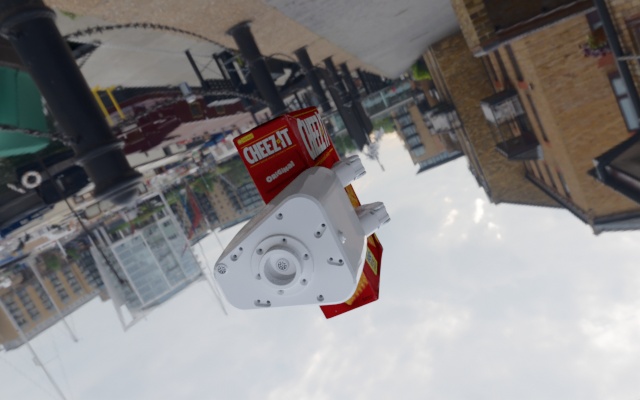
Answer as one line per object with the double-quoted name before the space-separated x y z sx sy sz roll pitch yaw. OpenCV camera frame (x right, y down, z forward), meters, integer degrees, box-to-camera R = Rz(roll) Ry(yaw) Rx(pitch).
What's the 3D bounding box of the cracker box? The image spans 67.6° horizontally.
"cracker box" 0.000 0.002 0.556 0.072 0.214 0.164 -24 9 14
